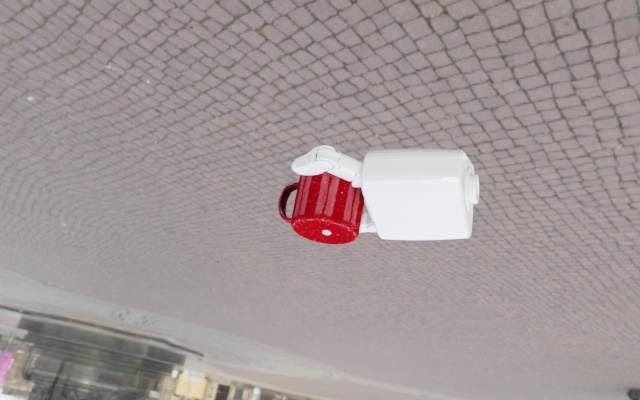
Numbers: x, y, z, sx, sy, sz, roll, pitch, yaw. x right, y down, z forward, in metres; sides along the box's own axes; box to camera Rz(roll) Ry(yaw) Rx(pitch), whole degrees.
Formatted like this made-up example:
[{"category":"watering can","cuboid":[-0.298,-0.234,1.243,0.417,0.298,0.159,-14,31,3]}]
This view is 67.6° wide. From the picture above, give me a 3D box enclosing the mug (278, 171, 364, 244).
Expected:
[{"category":"mug","cuboid":[-0.001,0.002,0.575,0.117,0.081,0.093,-1,-26,25]}]
